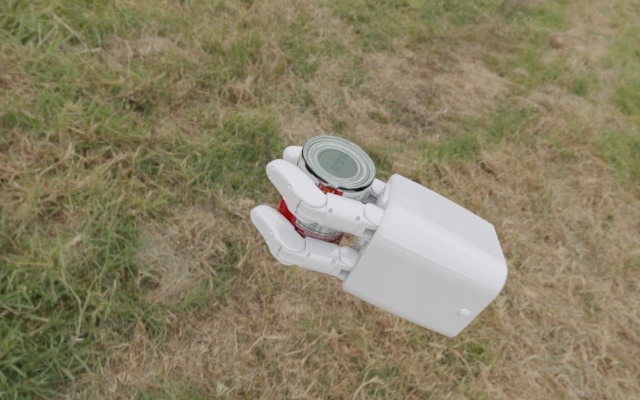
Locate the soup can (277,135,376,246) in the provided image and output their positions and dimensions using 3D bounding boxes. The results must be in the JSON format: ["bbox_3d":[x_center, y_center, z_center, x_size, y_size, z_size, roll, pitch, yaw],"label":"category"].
[{"bbox_3d":[0.000,0.001,0.428,0.068,0.068,0.102,0,-43,-26],"label":"soup can"}]
